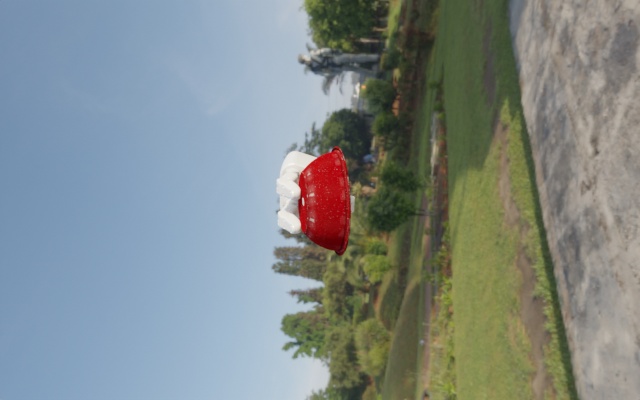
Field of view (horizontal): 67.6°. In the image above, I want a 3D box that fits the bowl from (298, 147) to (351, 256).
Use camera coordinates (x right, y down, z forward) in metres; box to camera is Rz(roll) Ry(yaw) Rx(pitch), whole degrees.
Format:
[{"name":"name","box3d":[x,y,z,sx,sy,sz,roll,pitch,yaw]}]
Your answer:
[{"name":"bowl","box3d":[0.000,0.002,0.703,0.055,0.162,0.162,-2,0,-11]}]
